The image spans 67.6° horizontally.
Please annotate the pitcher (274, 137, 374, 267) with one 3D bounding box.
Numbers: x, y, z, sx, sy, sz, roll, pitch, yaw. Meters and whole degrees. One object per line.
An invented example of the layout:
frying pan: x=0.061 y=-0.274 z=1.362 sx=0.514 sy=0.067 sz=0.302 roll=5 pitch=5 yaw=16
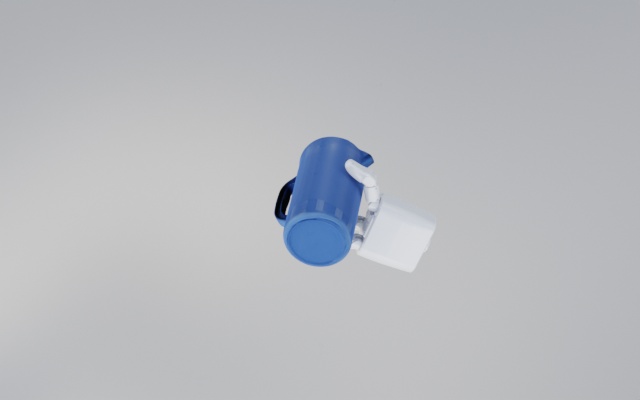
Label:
pitcher: x=0.000 y=0.003 z=0.829 sx=0.145 sy=0.149 sz=0.242 roll=22 pitch=34 yaw=-5
